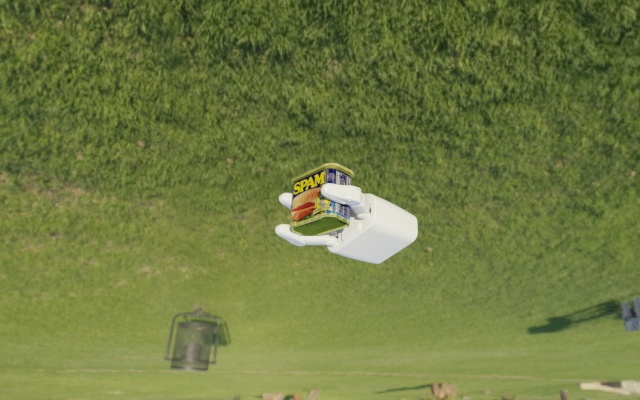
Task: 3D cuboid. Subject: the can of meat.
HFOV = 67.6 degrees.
[{"bbox_3d":[0.000,0.003,0.720,0.057,0.084,0.102,23,-31,-39],"label":"can of meat"}]
